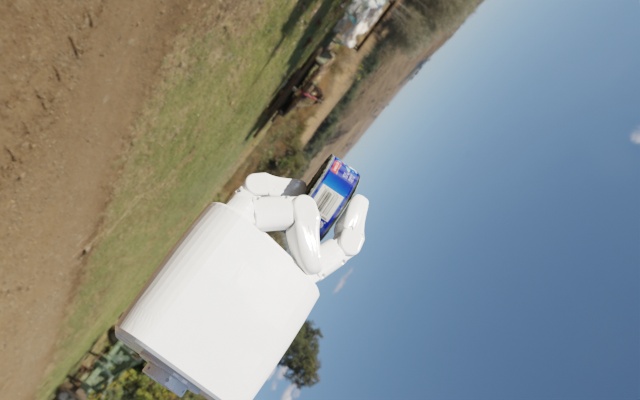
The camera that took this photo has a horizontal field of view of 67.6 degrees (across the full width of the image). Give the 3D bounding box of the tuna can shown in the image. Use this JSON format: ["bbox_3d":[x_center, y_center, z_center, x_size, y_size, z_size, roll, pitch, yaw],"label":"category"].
[{"bbox_3d":[0.001,0.002,0.441,0.034,0.086,0.086,34,-4,-6],"label":"tuna can"}]
